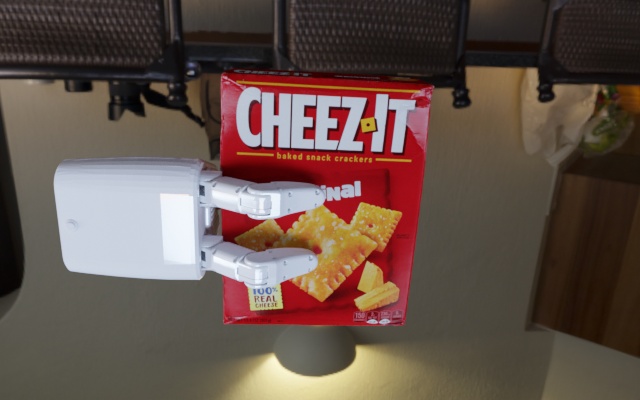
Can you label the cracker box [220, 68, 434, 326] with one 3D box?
[{"bbox_3d":[0.000,0.001,0.412,0.164,0.214,0.072,2,18,-3],"label":"cracker box"}]
